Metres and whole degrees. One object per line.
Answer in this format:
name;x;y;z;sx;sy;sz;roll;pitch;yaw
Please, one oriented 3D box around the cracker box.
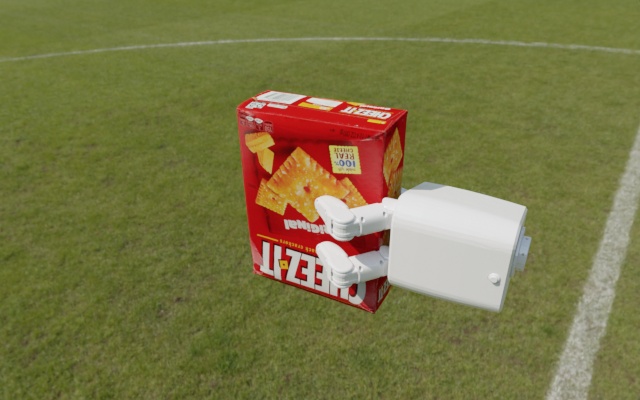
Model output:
cracker box;0.000;0.001;0.515;0.164;0.214;0.072;14;32;25
